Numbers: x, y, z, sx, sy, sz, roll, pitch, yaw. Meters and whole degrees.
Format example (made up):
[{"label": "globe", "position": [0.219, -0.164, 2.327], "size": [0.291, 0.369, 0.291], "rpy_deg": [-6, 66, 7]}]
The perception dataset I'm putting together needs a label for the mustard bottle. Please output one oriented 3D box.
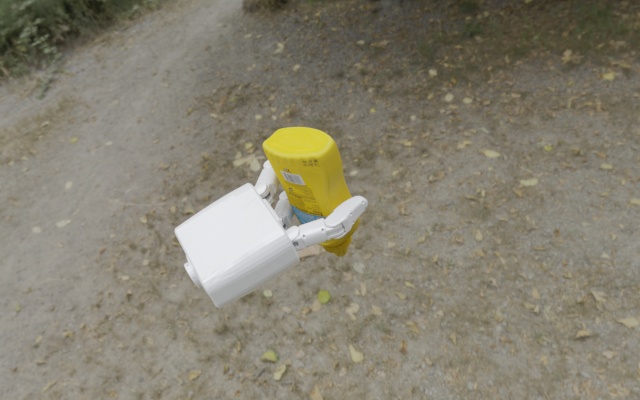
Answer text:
[{"label": "mustard bottle", "position": [0.000, 0.002, 0.599], "size": [0.096, 0.192, 0.058], "rpy_deg": [15, 51, 38]}]
